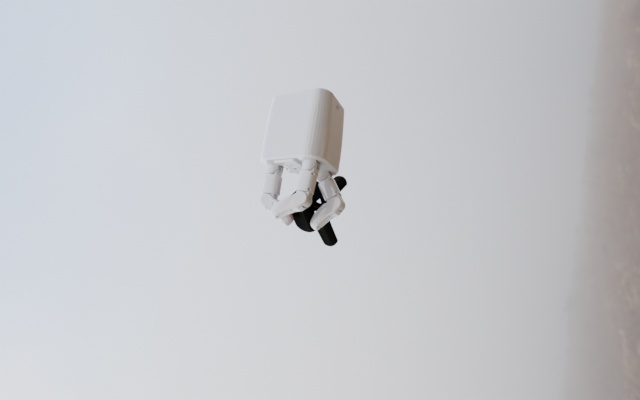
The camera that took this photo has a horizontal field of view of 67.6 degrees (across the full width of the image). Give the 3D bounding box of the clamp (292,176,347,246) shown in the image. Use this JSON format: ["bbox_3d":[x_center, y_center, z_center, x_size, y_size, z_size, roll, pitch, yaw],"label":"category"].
[{"bbox_3d":[-0.001,0.003,0.758,0.039,0.120,0.171,3,-13,21],"label":"clamp"}]
